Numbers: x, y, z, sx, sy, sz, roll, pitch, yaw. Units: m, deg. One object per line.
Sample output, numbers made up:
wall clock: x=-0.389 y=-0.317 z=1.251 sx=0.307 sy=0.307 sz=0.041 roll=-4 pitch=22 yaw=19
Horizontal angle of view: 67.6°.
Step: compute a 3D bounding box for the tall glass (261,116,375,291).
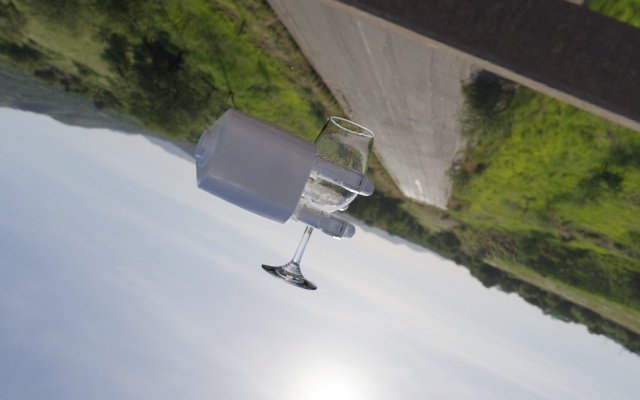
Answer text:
tall glass: x=0.000 y=0.003 z=0.581 sx=0.079 sy=0.201 sz=0.079 roll=23 pitch=0 yaw=0
